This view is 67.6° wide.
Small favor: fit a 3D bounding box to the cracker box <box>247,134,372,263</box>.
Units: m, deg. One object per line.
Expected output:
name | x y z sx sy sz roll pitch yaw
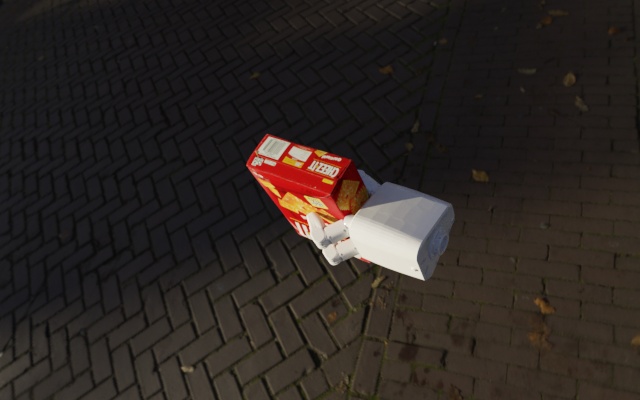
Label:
cracker box | 0.000 0.002 0.757 0.164 0.072 0.214 20 -23 33
